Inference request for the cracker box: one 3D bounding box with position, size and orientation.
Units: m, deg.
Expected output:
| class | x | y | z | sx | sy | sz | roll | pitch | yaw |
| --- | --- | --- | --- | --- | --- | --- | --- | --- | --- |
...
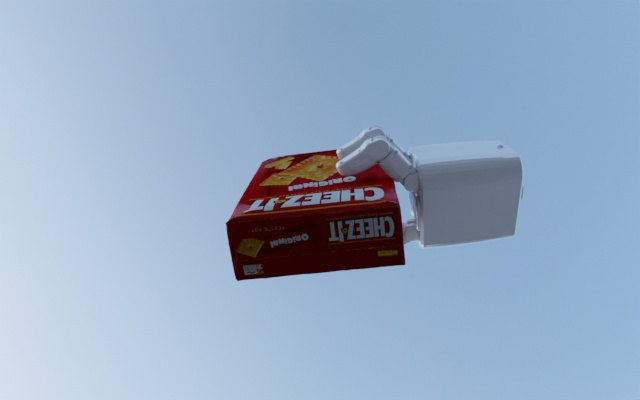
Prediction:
| class | x | y | z | sx | sy | sz | roll | pitch | yaw |
| --- | --- | --- | --- | --- | --- | --- | --- | --- | --- |
| cracker box | 0.000 | 0.002 | 0.536 | 0.164 | 0.072 | 0.213 | -7 | 20 | 5 |
